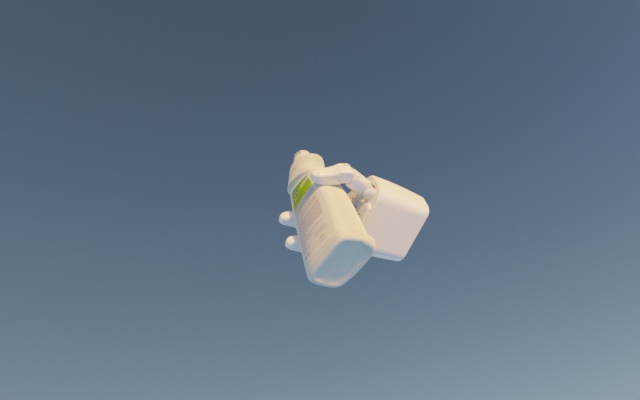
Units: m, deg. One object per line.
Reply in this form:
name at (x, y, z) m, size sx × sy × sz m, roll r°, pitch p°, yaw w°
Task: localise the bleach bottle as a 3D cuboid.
bleach bottle at (0.000, 0.002, 0.708) m, size 0.068 × 0.103 × 0.250 m, roll 20°, pitch 33°, yaw -30°
